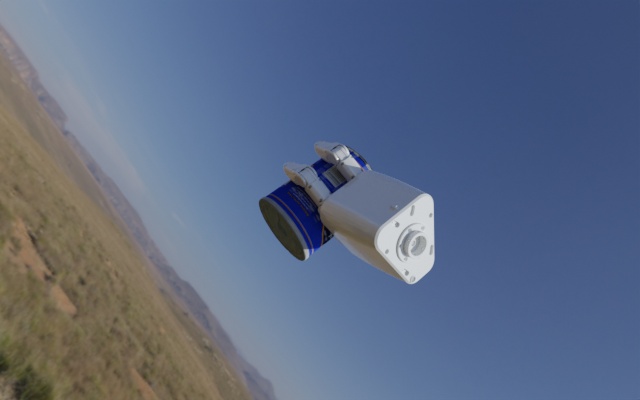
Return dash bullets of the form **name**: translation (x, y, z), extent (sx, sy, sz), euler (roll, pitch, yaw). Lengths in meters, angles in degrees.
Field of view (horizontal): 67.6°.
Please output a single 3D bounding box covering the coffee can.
- **coffee can**: translation (0.000, 0.002, 0.669), extent (0.140, 0.103, 0.103), euler (-36, 14, -19)
